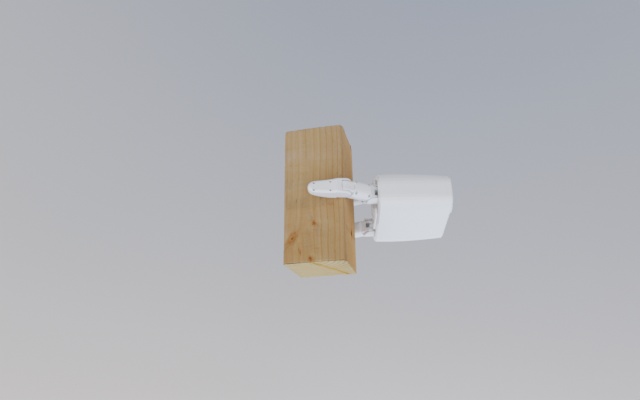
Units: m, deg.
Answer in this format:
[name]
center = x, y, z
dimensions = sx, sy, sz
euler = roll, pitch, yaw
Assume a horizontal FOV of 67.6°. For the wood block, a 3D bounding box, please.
[wood block]
center = 0.000, 0.002, 0.717
dimensions = 0.090, 0.206, 0.091
euler = -6, -22, 12
